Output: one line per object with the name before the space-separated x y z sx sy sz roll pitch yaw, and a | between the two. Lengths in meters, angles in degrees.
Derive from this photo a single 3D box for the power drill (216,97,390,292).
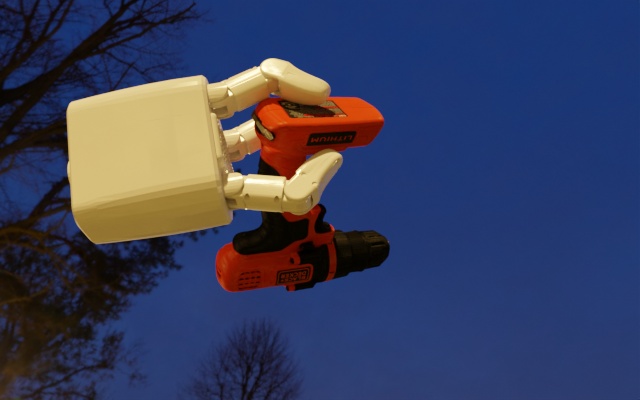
power drill | 0.000 0.001 0.442 0.184 0.188 0.057 -6 34 -26
